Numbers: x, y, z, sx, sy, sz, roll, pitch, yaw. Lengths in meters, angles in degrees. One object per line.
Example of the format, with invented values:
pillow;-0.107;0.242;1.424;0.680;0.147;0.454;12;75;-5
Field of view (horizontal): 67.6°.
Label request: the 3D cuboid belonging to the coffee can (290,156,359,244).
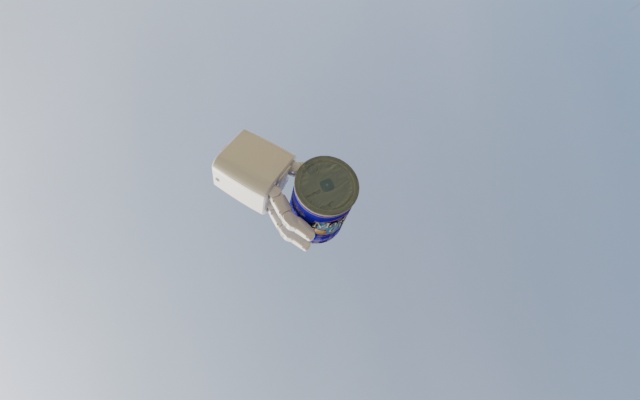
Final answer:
coffee can;0.000;0.003;0.801;0.103;0.102;0.140;0;-23;-9
